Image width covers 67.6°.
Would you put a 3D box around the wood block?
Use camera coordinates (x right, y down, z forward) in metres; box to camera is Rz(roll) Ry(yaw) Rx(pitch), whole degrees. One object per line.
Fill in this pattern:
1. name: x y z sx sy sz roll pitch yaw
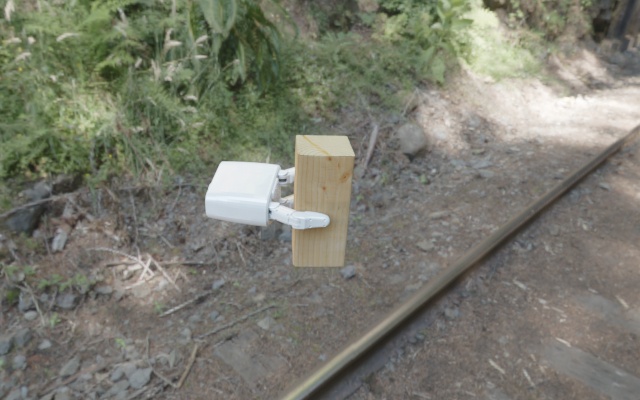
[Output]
1. wood block: 0.000 0.003 0.810 0.090 0.206 0.090 1 28 -6
